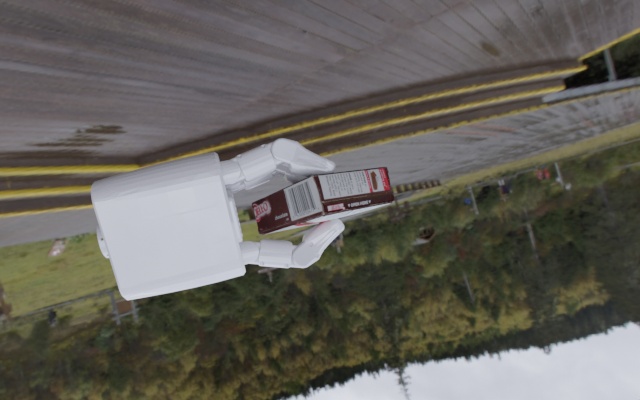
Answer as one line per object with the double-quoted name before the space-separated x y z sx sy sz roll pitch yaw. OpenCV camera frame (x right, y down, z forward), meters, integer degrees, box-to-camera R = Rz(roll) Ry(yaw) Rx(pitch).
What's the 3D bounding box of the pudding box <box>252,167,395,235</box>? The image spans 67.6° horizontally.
"pudding box" 0.000 0.002 0.462 0.090 0.039 0.113 -10 -4 -38
